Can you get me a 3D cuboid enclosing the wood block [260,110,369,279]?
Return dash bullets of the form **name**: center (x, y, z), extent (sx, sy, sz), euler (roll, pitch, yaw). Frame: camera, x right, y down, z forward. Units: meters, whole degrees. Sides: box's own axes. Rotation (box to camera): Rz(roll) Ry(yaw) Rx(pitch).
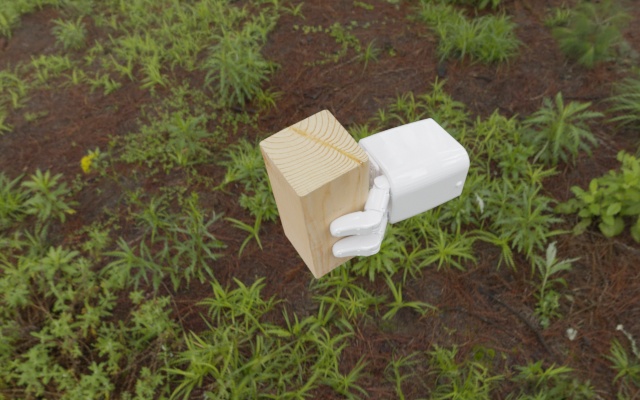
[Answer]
- **wood block**: center (0.000, 0.001, 0.597), extent (0.090, 0.090, 0.206), euler (-29, -31, -13)
